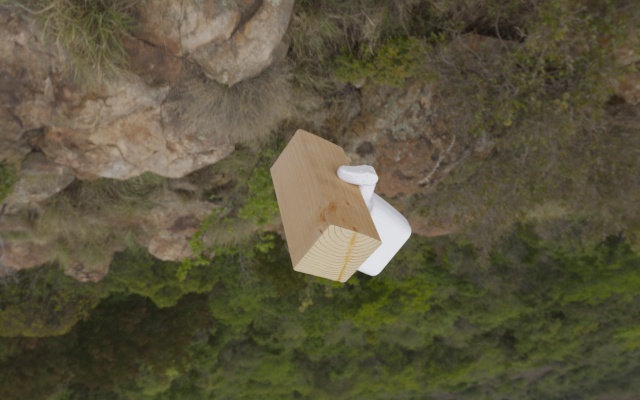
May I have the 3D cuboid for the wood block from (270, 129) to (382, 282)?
[{"bbox_3d":[0.001,0.002,0.690,0.090,0.091,0.206,20,33,-32],"label":"wood block"}]
